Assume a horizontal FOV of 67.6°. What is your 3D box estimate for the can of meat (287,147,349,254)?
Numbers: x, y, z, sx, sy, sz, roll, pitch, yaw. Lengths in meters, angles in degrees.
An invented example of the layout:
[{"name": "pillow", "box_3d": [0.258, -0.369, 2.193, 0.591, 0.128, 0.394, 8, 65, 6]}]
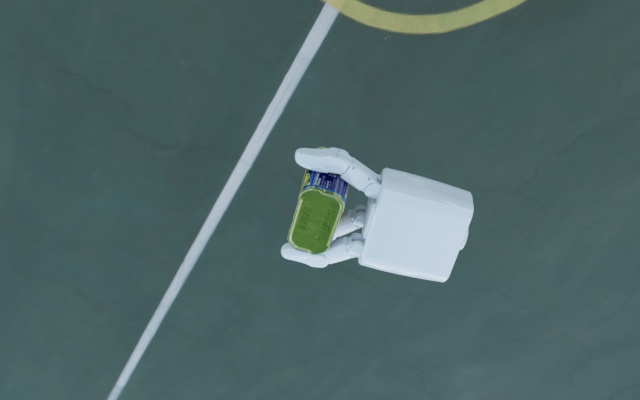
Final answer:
[{"name": "can of meat", "box_3d": [0.000, 0.002, 0.572, 0.057, 0.102, 0.084, 16, 39, -2]}]
